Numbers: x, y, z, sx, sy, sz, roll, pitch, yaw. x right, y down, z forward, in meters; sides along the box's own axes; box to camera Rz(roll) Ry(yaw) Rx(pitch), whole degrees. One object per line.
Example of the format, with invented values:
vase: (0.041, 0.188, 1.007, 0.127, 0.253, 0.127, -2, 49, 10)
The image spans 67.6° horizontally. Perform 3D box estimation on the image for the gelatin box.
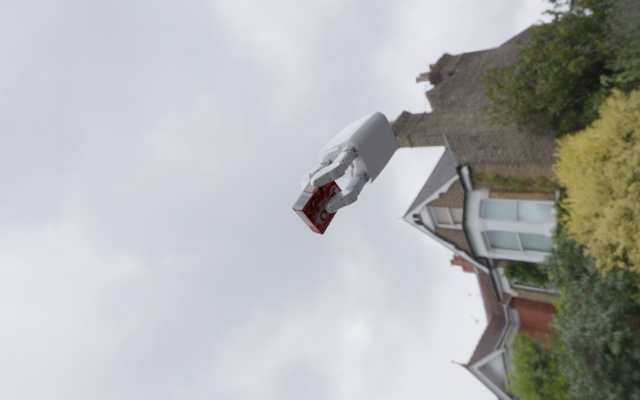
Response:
gelatin box: (0.000, 0.003, 0.834, 0.030, 0.089, 0.073, 11, -30, 44)
